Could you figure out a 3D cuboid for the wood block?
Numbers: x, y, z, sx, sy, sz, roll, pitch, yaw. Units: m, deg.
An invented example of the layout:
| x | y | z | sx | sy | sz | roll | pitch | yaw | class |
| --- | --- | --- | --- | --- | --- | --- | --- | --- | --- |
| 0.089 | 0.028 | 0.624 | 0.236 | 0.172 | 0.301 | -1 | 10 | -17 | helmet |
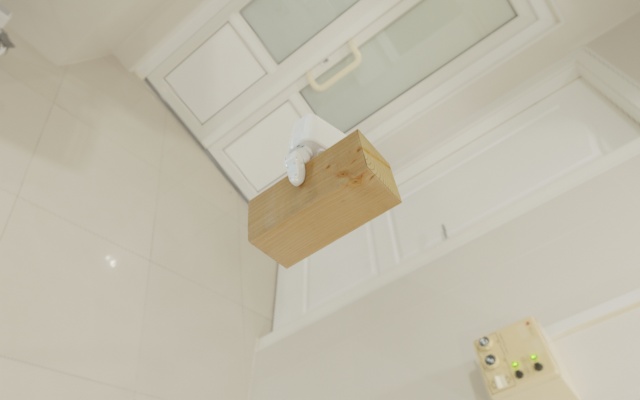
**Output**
| x | y | z | sx | sy | sz | roll | pitch | yaw | class |
| --- | --- | --- | --- | --- | --- | --- | --- | --- | --- |
| 0.000 | 0.002 | 0.697 | 0.206 | 0.090 | 0.091 | -32 | -51 | 21 | wood block |
